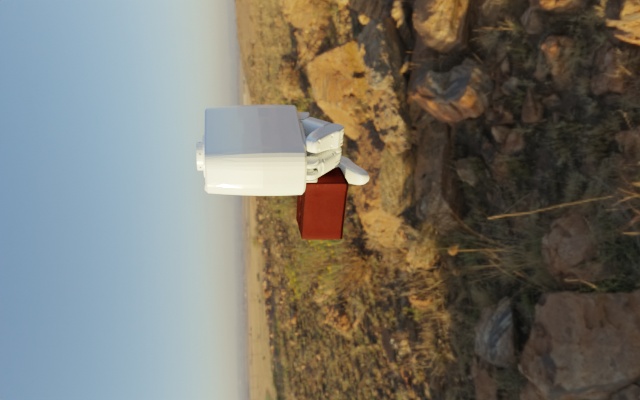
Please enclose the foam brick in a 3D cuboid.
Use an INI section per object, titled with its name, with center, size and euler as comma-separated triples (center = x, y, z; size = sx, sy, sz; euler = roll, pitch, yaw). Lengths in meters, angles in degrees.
[foam brick]
center = 0.000, 0.002, 0.579
size = 0.051, 0.078, 0.053
euler = -2, 29, -12
